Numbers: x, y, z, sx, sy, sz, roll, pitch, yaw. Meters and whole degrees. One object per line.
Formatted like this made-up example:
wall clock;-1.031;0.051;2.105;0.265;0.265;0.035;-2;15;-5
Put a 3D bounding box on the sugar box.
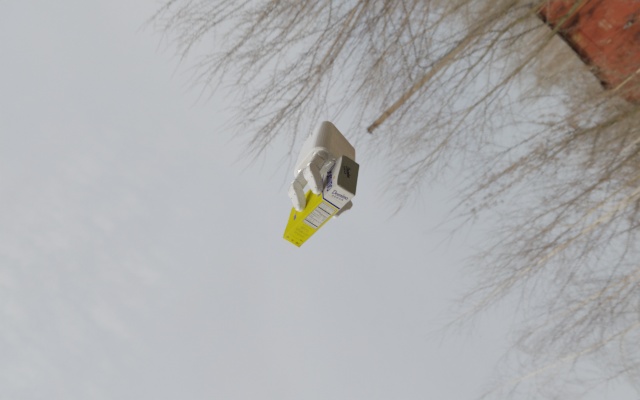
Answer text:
sugar box;0.000;0.003;0.882;0.048;0.093;0.176;30;-52;-15
